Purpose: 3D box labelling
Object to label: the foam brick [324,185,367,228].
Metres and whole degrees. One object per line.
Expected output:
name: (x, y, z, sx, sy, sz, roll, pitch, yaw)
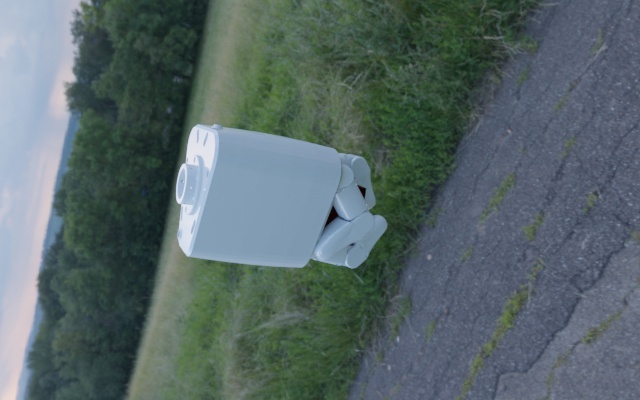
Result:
foam brick: (0.000, 0.002, 0.473, 0.051, 0.053, 0.078, 7, 9, -29)
